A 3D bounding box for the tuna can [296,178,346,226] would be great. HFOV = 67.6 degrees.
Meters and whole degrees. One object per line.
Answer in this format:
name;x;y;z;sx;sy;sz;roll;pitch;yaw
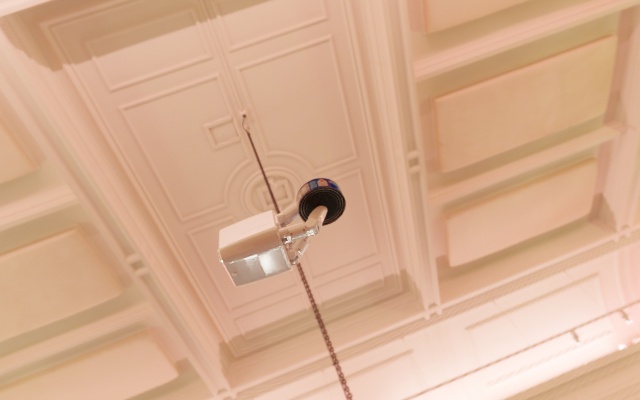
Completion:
tuna can;0.000;0.002;0.853;0.086;0.086;0.033;0;35;-14
